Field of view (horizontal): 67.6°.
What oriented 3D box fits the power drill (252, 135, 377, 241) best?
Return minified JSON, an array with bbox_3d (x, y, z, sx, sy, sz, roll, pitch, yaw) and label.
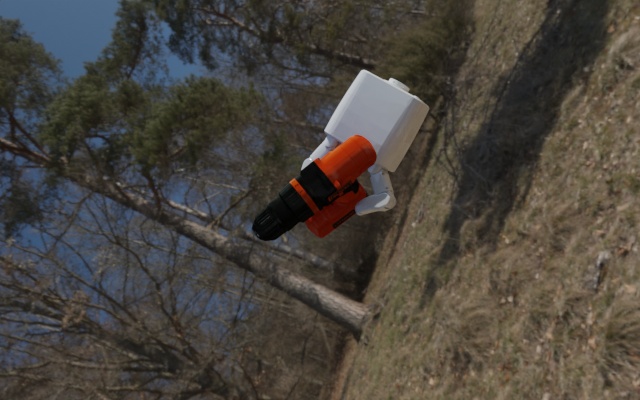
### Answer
[{"bbox_3d":[0.000,0.002,0.664,0.184,0.057,0.188,-37,-13,-2],"label":"power drill"}]
